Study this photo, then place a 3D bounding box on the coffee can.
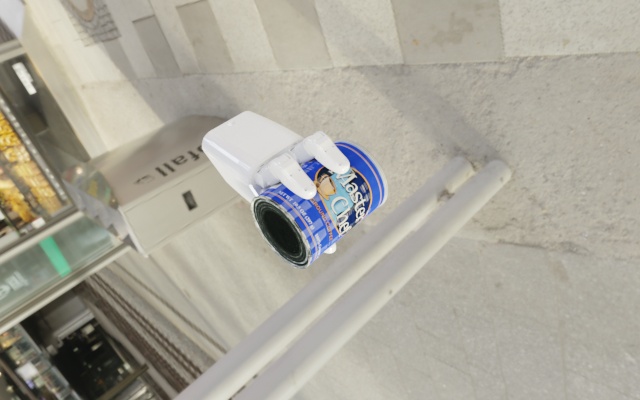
[{"bbox_3d":[0.000,0.002,0.591,0.140,0.103,0.103,-37,20,-29],"label":"coffee can"}]
